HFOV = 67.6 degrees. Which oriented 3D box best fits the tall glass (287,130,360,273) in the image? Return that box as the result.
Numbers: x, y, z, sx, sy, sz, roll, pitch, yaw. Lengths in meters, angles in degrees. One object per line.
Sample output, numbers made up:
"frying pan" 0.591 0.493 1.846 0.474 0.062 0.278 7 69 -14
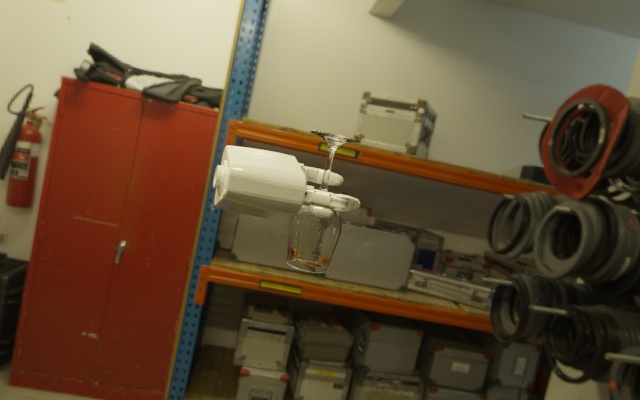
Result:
"tall glass" 0.000 0.002 0.707 0.079 0.201 0.079 12 5 -1
